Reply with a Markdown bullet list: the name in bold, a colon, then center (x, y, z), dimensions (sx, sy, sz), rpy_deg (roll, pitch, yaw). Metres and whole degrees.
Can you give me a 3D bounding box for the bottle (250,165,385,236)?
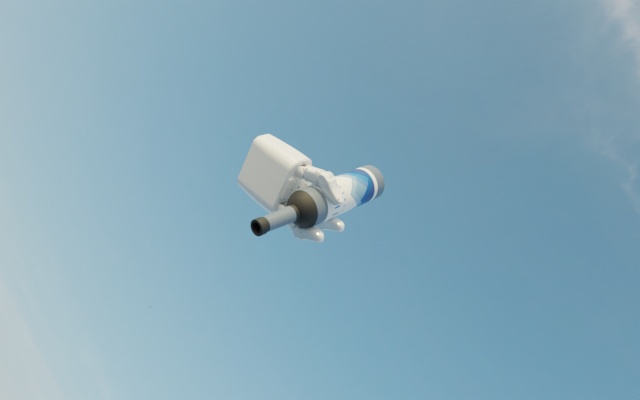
- **bottle**: center (0.000, 0.003, 0.821), dimensions (0.069, 0.069, 0.295), rpy_deg (0, 15, 43)
